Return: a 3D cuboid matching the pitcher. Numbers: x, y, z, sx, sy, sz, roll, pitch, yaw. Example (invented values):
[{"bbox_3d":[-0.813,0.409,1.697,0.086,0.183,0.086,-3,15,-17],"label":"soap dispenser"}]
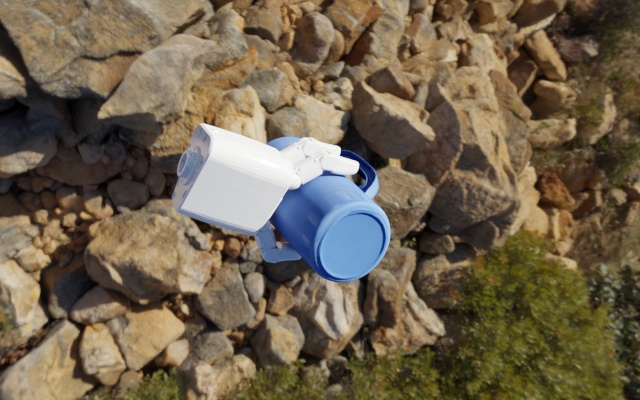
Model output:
[{"bbox_3d":[0.000,0.002,0.656,0.145,0.149,0.242,20,12,-31],"label":"pitcher"}]
